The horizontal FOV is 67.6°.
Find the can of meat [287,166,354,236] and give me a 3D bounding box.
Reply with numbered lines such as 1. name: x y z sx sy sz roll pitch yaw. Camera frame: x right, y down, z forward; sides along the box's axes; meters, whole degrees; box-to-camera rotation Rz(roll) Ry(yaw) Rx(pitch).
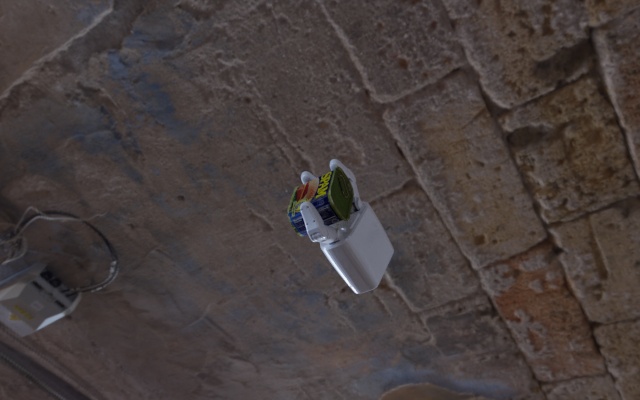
1. can of meat: 0.000 0.003 0.755 0.084 0.057 0.102 -24 27 24
